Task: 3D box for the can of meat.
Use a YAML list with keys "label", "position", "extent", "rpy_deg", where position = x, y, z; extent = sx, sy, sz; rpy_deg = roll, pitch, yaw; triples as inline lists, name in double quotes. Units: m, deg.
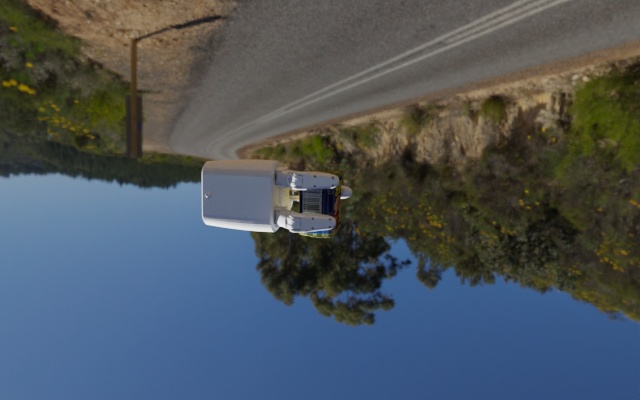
- label: "can of meat"
  position: [0.000, 0.003, 0.680]
  extent: [0.057, 0.084, 0.102]
  rpy_deg: [3, 8, 8]
